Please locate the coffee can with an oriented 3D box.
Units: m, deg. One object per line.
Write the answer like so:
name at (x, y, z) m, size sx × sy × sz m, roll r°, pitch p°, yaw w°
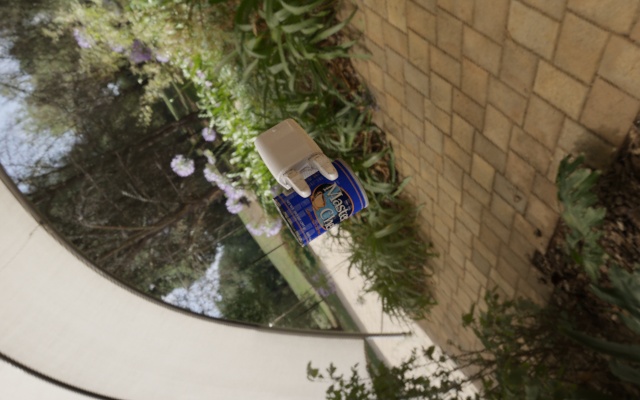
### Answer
coffee can at (0.000, 0.003, 0.854) m, size 0.140 × 0.103 × 0.103 m, roll -32°, pitch 5°, yaw -8°
